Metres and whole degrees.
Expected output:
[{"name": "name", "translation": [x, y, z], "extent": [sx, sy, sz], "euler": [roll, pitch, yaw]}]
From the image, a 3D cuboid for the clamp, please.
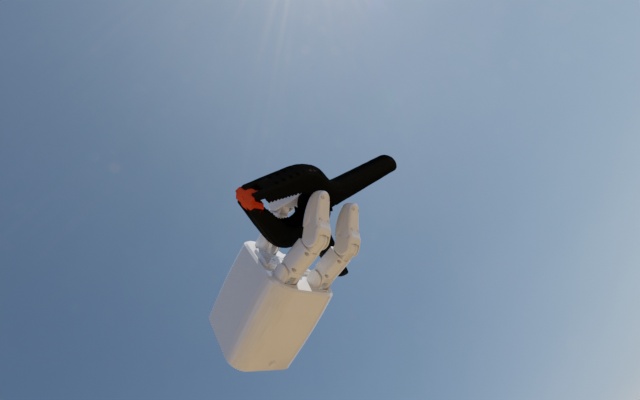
[{"name": "clamp", "translation": [-0.001, 0.001, 0.530], "extent": [0.036, 0.164, 0.210], "euler": [32, 8, 40]}]
